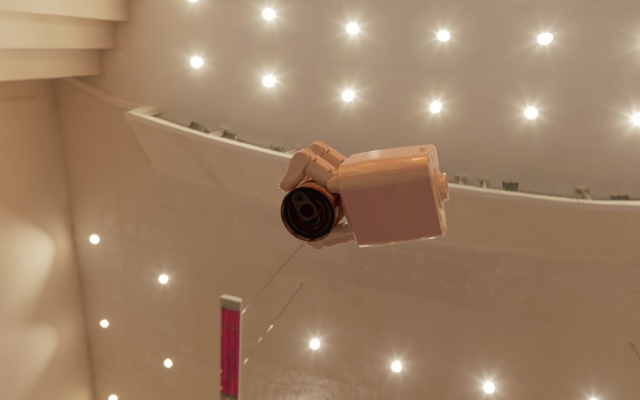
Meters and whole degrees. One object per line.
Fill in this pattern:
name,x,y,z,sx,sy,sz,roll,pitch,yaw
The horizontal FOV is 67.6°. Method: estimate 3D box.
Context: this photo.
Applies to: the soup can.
soup can,0.000,0.002,0.600,0.068,0.068,0.102,0,17,18
